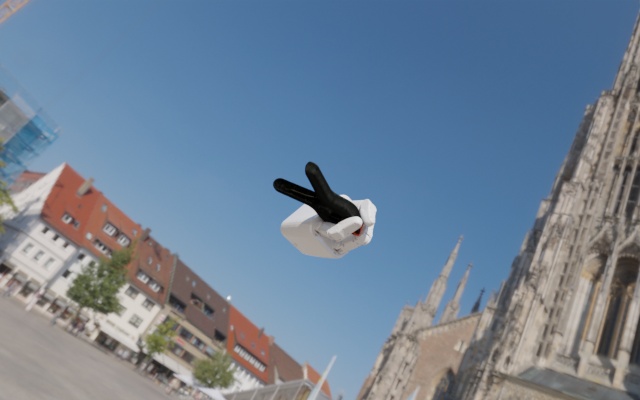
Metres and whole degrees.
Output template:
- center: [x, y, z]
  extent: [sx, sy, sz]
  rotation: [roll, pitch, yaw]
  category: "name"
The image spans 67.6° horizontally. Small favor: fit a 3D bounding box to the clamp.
- center: [0.001, 0.002, 0.814]
  extent: [0.171, 0.039, 0.120]
  rotation: [46, -28, -26]
  category: "clamp"
